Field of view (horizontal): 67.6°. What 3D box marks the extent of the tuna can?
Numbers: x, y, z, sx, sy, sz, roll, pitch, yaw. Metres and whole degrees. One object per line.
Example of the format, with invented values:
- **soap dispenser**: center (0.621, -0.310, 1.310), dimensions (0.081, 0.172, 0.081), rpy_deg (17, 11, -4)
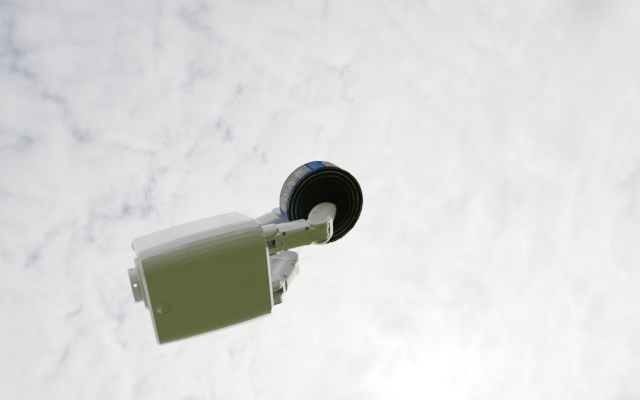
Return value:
- **tuna can**: center (0.000, 0.001, 0.508), dimensions (0.086, 0.086, 0.033), rpy_deg (0, 18, -24)
